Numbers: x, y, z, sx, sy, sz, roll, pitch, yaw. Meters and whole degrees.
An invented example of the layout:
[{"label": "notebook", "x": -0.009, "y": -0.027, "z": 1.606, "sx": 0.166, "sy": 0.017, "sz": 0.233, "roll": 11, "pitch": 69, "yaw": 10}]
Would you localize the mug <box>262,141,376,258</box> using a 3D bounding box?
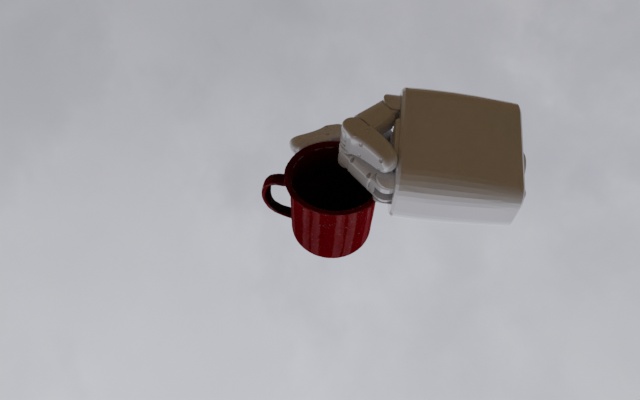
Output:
[{"label": "mug", "x": -0.001, "y": 0.002, "z": 0.468, "sx": 0.117, "sy": 0.093, "sz": 0.082, "roll": 6, "pitch": -40, "yaw": 3}]
